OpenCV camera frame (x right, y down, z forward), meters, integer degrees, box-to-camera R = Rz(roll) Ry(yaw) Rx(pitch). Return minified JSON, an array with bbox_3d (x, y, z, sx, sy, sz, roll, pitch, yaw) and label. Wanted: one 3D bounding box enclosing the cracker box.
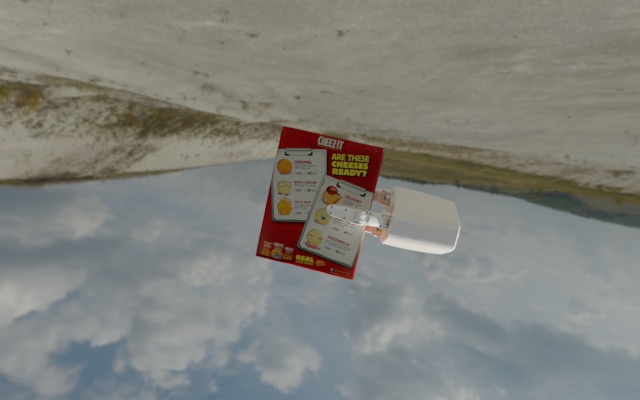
[{"bbox_3d":[0.000,0.003,0.772,0.164,0.214,0.072,13,8,4],"label":"cracker box"}]
